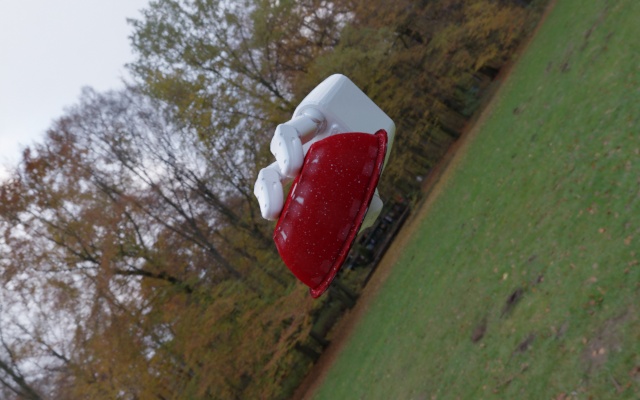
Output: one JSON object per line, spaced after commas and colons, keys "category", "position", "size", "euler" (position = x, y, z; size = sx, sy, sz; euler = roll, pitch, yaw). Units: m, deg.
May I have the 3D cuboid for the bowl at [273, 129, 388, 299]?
{"category": "bowl", "position": [0.000, 0.002, 0.423], "size": [0.055, 0.162, 0.162], "euler": [23, -3, -6]}
